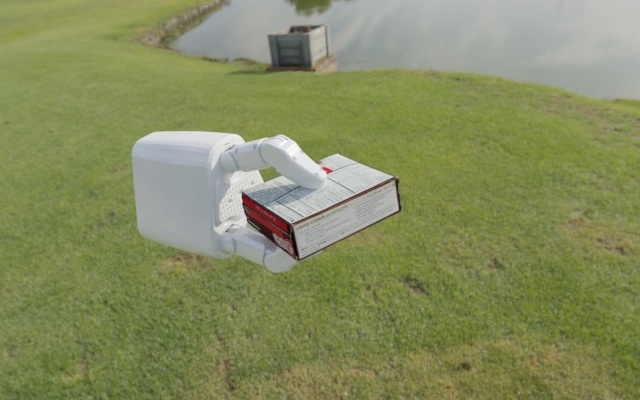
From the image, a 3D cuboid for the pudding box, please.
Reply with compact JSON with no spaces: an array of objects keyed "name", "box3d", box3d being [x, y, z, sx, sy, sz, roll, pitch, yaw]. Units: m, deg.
[{"name":"pudding box","box3d":[0.000,0.001,0.421,0.113,0.039,0.090,-25,32,-26]}]
